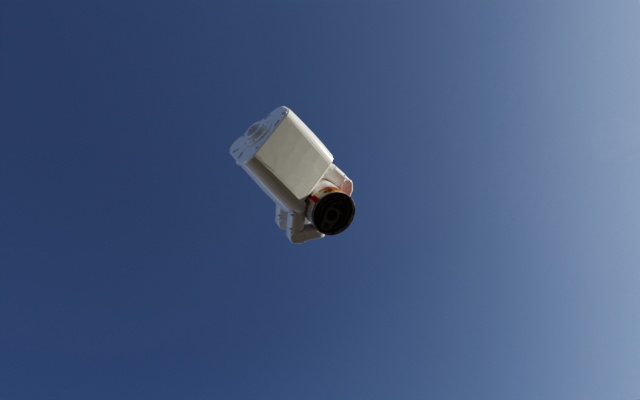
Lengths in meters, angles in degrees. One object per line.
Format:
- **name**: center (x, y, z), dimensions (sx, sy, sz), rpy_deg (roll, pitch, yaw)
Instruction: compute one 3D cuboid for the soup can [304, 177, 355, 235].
- **soup can**: center (0.000, 0.003, 0.733), dimensions (0.068, 0.068, 0.102), rpy_deg (0, 20, -25)
